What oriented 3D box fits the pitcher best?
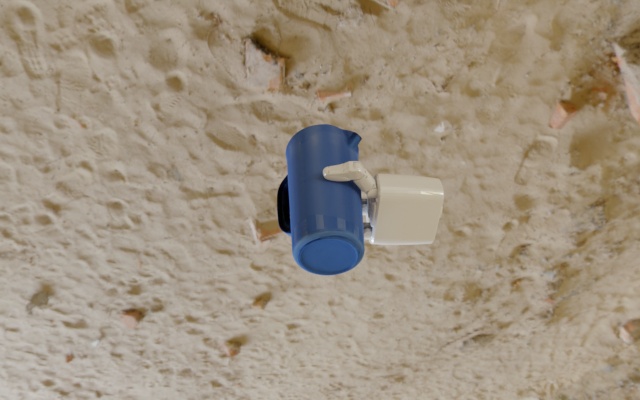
[{"bbox_3d":[0.000,0.003,0.789,0.145,0.242,0.149,2,-44,-5],"label":"pitcher"}]
